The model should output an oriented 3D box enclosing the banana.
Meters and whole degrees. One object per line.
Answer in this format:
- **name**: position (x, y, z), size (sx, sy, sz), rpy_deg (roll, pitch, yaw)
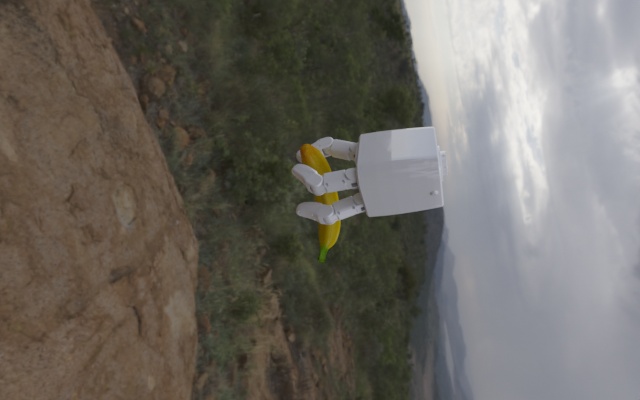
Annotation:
- **banana**: position (0.004, -0.004, 0.721), size (0.037, 0.198, 0.069), rpy_deg (-2, 29, 14)
